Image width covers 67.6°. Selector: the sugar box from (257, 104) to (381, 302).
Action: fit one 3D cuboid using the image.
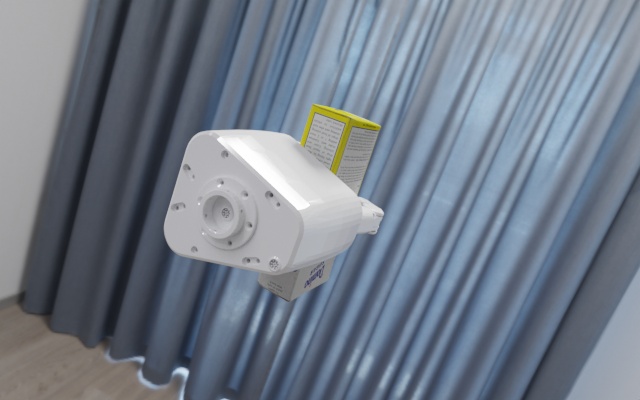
[{"bbox_3d":[0.000,0.001,0.461,0.048,0.176,0.093,26,14,21],"label":"sugar box"}]
